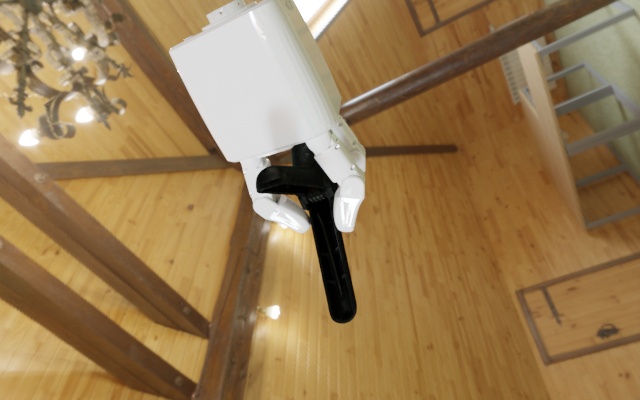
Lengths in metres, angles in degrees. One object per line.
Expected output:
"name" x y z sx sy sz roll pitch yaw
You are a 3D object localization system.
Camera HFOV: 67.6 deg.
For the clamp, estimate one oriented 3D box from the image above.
"clamp" -0.001 0.001 0.461 0.036 0.165 0.210 -17 26 15
